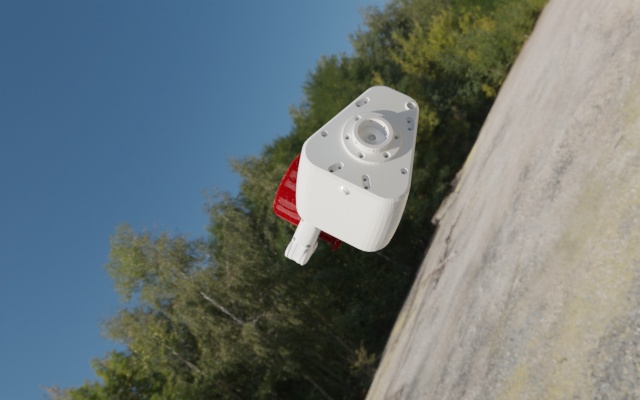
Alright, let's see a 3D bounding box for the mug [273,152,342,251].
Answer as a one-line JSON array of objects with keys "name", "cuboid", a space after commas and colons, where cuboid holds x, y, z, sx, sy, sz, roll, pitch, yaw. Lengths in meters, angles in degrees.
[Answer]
[{"name": "mug", "cuboid": [0.000, 0.002, 0.543, 0.081, 0.093, 0.117, 27, -27, 9]}]
